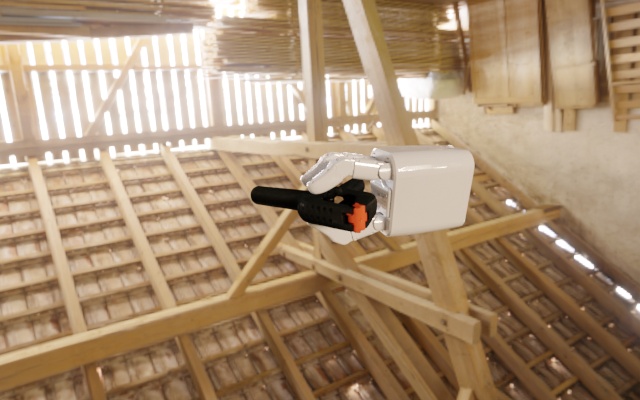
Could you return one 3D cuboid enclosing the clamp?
[{"bbox_3d":[0.000,0.003,0.590,0.164,0.036,0.210,-6,12,-10],"label":"clamp"}]
